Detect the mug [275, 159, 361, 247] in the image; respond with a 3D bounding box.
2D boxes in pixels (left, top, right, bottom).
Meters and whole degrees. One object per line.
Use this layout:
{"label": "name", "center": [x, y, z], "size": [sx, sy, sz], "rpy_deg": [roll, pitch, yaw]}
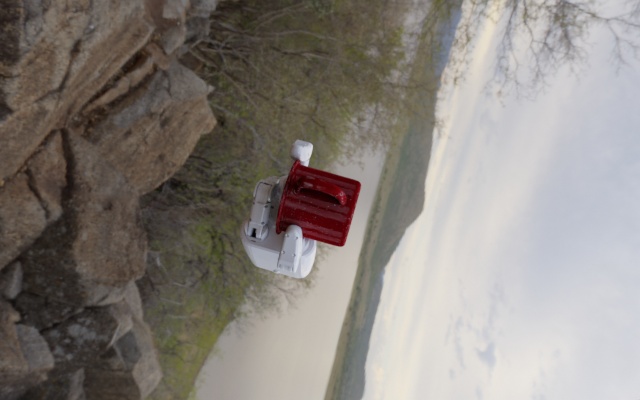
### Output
{"label": "mug", "center": [0.000, 0.001, 0.551], "size": [0.081, 0.093, 0.117], "rpy_deg": [16, -22, 4]}
